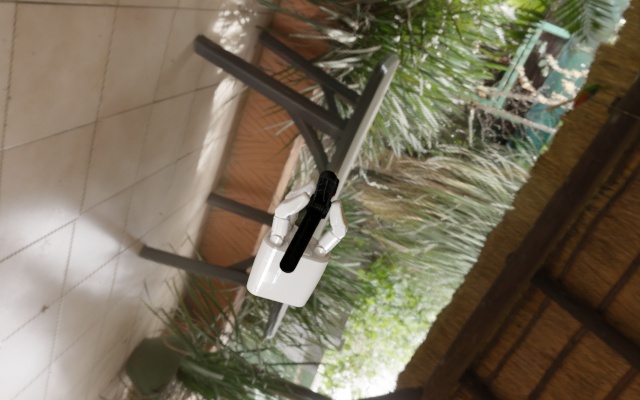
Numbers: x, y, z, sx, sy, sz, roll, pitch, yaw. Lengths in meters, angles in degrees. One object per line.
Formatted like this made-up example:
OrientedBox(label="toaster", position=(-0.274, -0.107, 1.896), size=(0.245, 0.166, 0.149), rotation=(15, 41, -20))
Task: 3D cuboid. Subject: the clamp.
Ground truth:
OrientedBox(label="clamp", position=(0.001, 0.003, 0.746), size=(0.036, 0.165, 0.210), rotation=(27, 25, 2))
